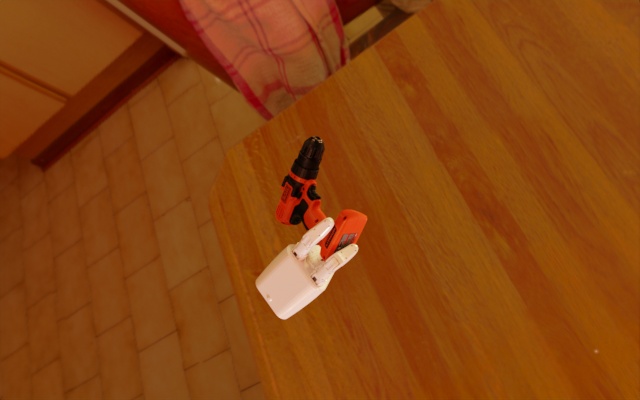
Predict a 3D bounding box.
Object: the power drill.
[{"bbox_3d":[0.000,0.003,0.845,0.057,0.184,0.187,-3,36,-38],"label":"power drill"}]
